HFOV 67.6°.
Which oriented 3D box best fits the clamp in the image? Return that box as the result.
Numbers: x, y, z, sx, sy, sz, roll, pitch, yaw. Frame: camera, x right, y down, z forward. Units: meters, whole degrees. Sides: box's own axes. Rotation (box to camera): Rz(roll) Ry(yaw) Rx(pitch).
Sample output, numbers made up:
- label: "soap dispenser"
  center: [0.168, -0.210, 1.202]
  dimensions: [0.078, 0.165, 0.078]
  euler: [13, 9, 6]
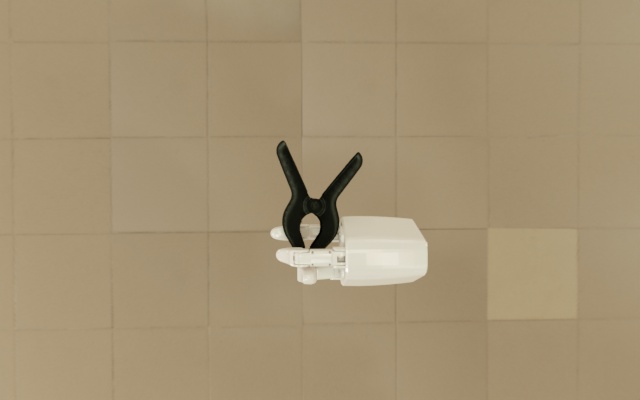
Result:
- label: "clamp"
  center: [0.000, 0.002, 0.661]
  dimensions: [0.120, 0.171, 0.039]
  euler: [-1, 1, -1]
